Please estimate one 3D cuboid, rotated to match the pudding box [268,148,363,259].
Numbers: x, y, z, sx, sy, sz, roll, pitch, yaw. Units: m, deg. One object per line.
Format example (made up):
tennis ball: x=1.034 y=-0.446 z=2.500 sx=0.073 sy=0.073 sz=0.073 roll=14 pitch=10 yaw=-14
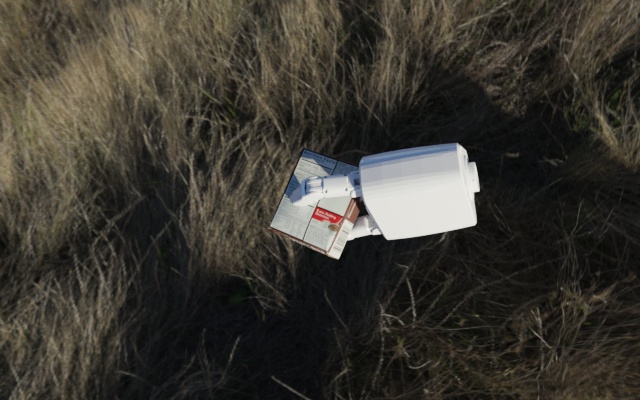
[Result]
pudding box: x=0.000 y=0.002 z=0.581 sx=0.090 sy=0.113 sz=0.039 roll=21 pitch=-7 yaw=26
